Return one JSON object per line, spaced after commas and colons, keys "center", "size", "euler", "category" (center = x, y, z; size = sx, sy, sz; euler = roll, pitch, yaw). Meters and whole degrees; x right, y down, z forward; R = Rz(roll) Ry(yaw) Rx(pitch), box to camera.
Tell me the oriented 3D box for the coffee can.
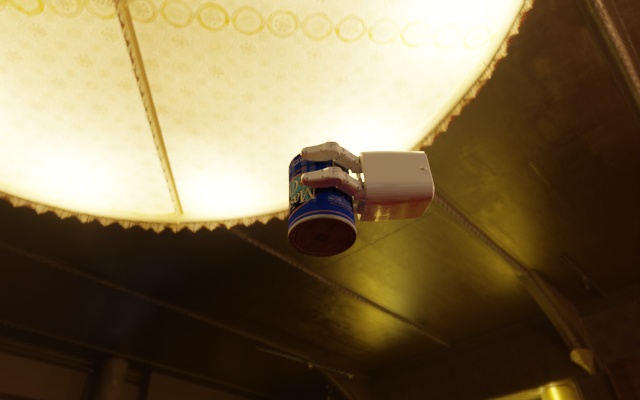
{"center": [0.000, 0.003, 0.750], "size": [0.103, 0.140, 0.103], "euler": [-2, -39, -2], "category": "coffee can"}
